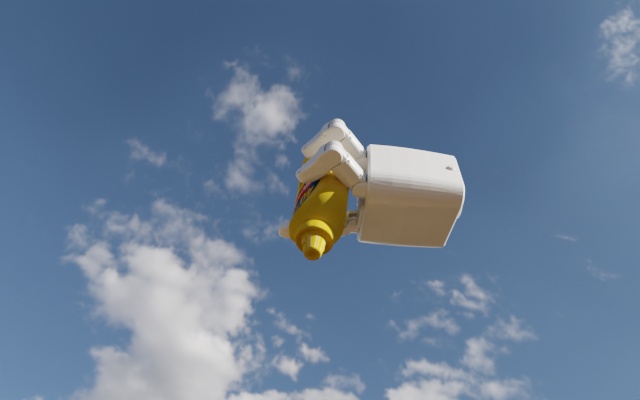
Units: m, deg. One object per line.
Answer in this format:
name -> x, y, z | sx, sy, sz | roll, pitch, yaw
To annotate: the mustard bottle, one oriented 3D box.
mustard bottle -> 0.000, 0.002, 0.560 | 0.058, 0.096, 0.191 | 26, 32, -12
